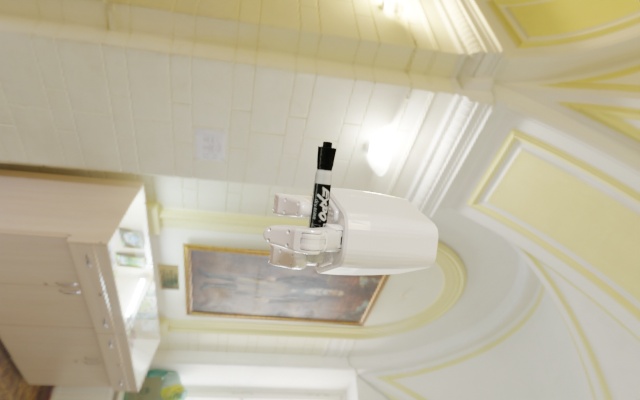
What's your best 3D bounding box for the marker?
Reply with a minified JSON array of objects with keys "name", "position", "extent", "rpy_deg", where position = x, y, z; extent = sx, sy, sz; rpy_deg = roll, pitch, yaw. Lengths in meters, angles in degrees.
[{"name":"marker","position":[0.000,0.002,0.479],"extent":[0.020,0.121,0.020],"rpy_deg":[7,4,0]}]
